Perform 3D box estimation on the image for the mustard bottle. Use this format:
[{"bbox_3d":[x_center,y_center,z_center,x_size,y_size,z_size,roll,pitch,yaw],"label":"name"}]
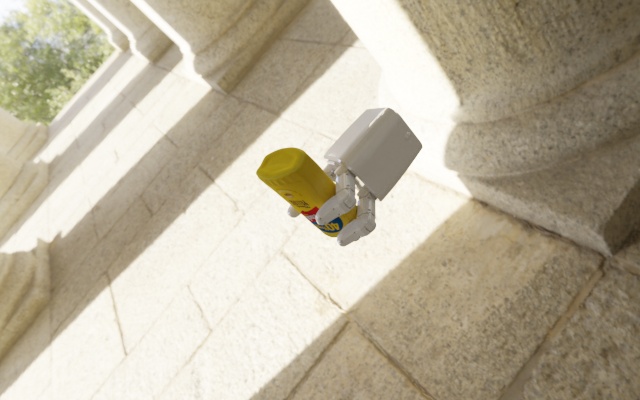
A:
[{"bbox_3d":[0.000,0.002,0.694,0.096,0.058,0.192,-1,-35,46],"label":"mustard bottle"}]
